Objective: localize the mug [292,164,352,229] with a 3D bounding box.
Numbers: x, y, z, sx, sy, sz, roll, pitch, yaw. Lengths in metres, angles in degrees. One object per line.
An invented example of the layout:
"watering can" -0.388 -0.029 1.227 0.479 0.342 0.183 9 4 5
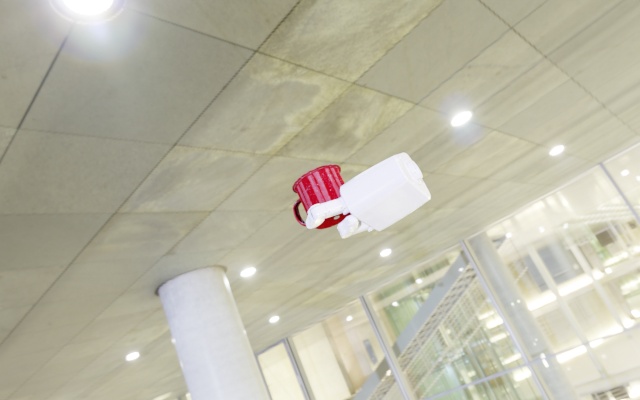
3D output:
"mug" -0.001 0.004 0.827 0.117 0.081 0.093 -34 -21 24
